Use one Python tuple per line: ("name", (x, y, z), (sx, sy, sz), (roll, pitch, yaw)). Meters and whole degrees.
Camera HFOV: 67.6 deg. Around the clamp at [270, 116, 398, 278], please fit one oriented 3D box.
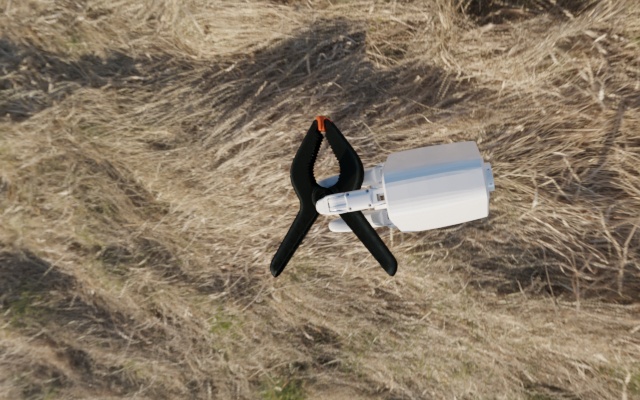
("clamp", (0.000, 0.001, 0.603), (0.164, 0.210, 0.036), (-10, 0, 14))
